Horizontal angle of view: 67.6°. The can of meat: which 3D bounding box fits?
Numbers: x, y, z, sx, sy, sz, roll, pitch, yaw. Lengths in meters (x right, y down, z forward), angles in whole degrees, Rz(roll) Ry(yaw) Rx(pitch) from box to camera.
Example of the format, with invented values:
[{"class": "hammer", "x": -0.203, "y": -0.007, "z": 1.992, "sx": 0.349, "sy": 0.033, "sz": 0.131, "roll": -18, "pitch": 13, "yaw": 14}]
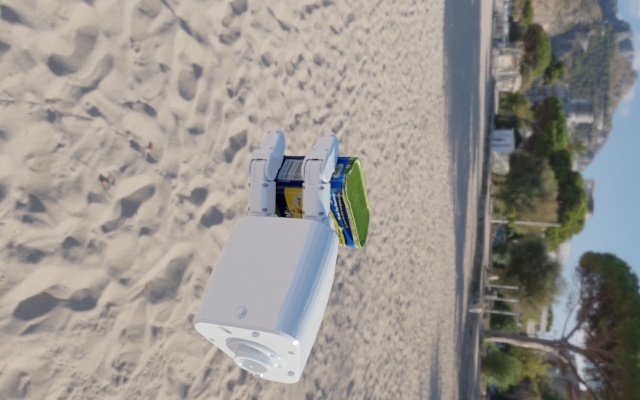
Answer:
[{"class": "can of meat", "x": 0.000, "y": 0.002, "z": 0.481, "sx": 0.084, "sy": 0.102, "sz": 0.057, "roll": 3, "pitch": 45, "yaw": 21}]
